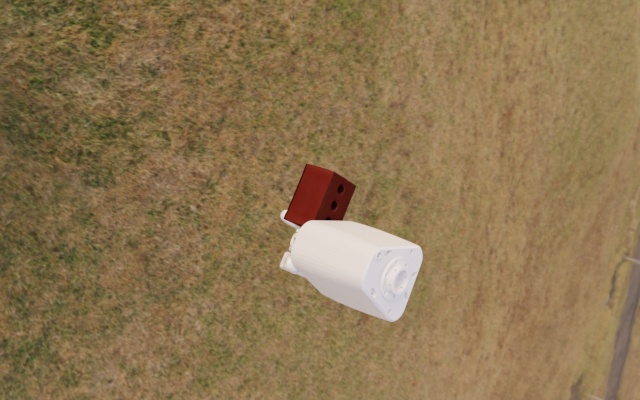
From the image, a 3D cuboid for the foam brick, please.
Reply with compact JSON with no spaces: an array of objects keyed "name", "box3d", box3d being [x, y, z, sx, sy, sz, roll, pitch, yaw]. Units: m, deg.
[{"name":"foam brick","box3d":[0.000,0.002,0.604,0.051,0.078,0.053,16,-9,42]}]
